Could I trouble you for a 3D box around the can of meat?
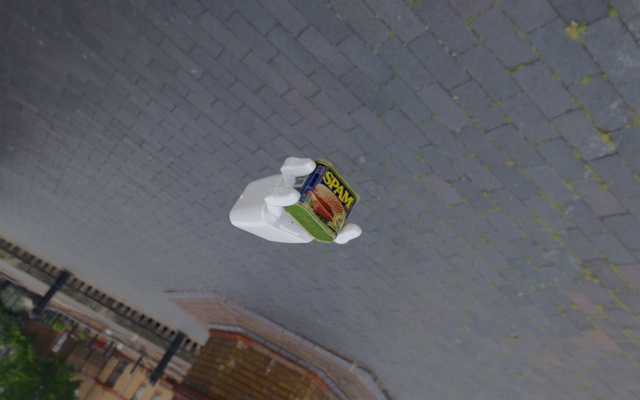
[{"bbox_3d":[0.000,0.003,0.717,0.057,0.084,0.102,-3,-41,47],"label":"can of meat"}]
